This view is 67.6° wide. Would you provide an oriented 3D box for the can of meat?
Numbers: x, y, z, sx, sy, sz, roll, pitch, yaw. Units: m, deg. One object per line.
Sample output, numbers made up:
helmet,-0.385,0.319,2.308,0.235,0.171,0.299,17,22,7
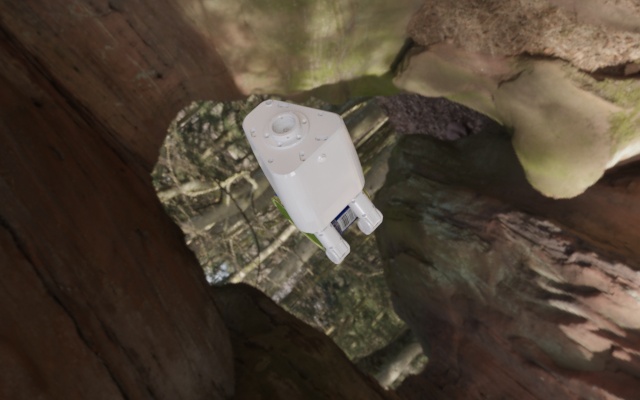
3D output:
can of meat,0.000,0.002,0.613,0.102,0.084,0.057,38,-16,30
